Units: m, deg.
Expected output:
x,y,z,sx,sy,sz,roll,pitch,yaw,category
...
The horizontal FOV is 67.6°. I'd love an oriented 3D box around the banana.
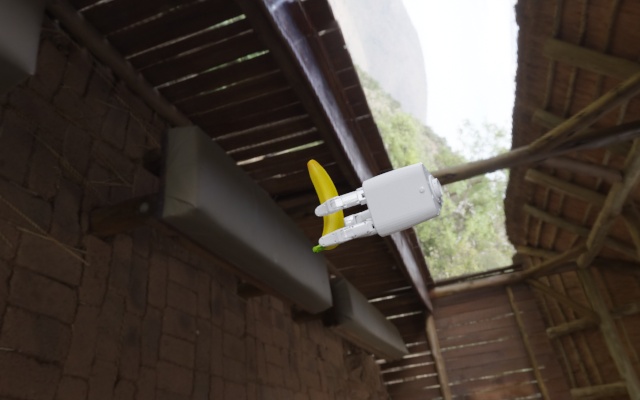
x,y,z,sx,sy,sz,roll,pitch,yaw,category
0.012,0.013,0.887,0.037,0.197,0.070,-28,-39,30,banana
